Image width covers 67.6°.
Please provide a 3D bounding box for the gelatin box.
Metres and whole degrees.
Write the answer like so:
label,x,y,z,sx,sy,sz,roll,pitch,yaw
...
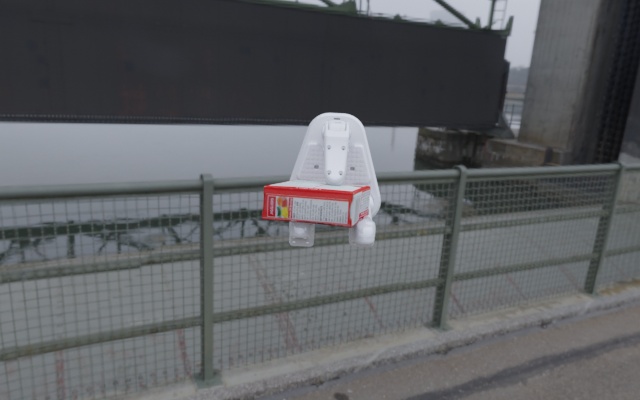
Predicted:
label,x,y,z,sx,sy,sz,roll,pitch,yaw
gelatin box,0.000,0.001,0.407,0.073,0.030,0.089,5,6,14
